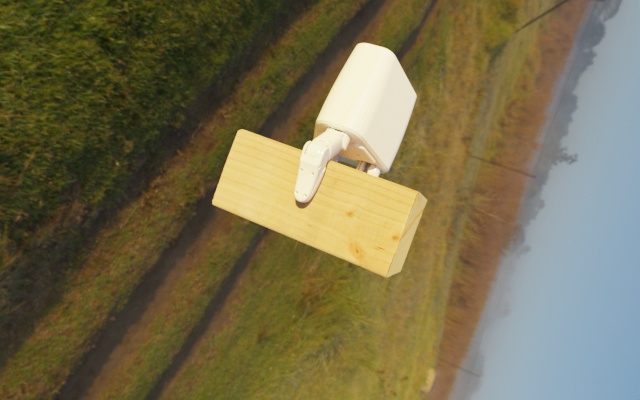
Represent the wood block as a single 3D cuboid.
[{"bbox_3d":[0.000,0.001,0.527,0.206,0.090,0.091,21,2,18],"label":"wood block"}]
